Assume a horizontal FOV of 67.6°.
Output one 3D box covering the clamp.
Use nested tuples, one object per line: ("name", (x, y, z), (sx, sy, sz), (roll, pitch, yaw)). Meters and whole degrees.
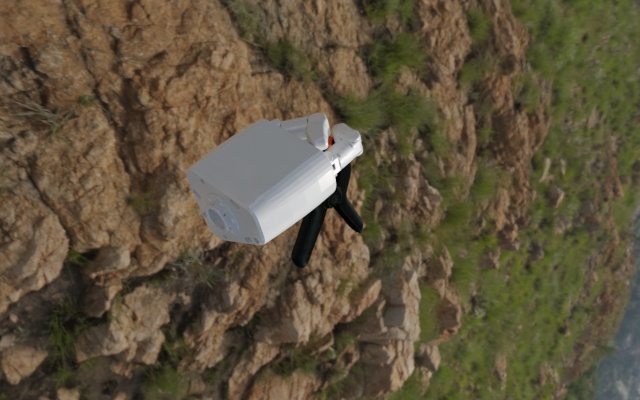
("clamp", (0.001, 0.002, 0.596), (0.039, 0.172, 0.120), (19, 46, 39))
